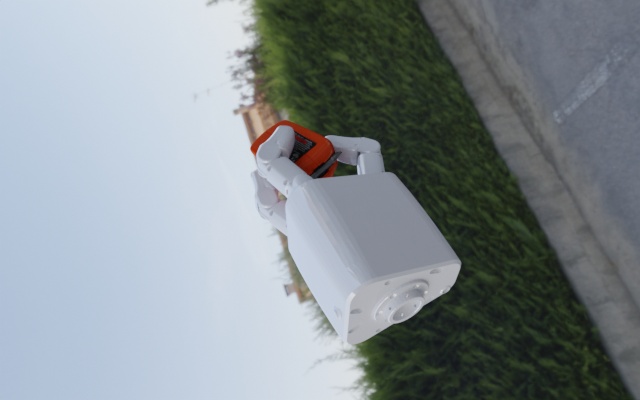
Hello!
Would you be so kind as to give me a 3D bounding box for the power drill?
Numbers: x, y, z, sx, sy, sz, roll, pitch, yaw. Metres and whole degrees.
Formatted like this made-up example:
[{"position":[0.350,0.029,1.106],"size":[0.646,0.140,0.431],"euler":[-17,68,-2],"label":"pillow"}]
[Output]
[{"position":[0.000,0.002,0.531],"size":[0.184,0.057,0.188],"euler":[32,-19,51],"label":"power drill"}]
